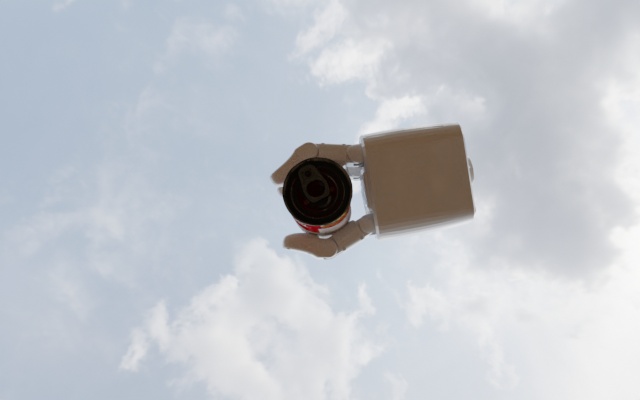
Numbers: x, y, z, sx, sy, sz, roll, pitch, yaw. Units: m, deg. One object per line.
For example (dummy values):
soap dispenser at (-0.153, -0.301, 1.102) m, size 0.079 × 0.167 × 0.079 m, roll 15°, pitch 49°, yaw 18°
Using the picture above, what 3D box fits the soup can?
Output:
soup can at (0.000, 0.002, 0.504) m, size 0.068 × 0.068 × 0.102 m, roll 0°, pitch -13°, yaw 4°
